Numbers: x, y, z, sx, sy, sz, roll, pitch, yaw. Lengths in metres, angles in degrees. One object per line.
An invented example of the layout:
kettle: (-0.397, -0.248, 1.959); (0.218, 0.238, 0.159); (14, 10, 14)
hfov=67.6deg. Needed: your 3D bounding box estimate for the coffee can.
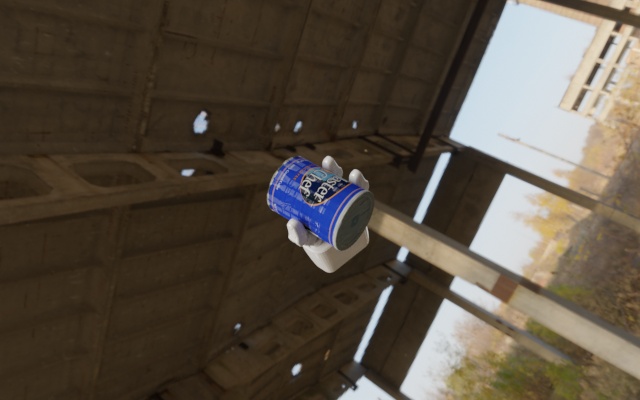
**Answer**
coffee can: (0.000, 0.003, 0.763); (0.140, 0.103, 0.103); (29, 14, 27)
